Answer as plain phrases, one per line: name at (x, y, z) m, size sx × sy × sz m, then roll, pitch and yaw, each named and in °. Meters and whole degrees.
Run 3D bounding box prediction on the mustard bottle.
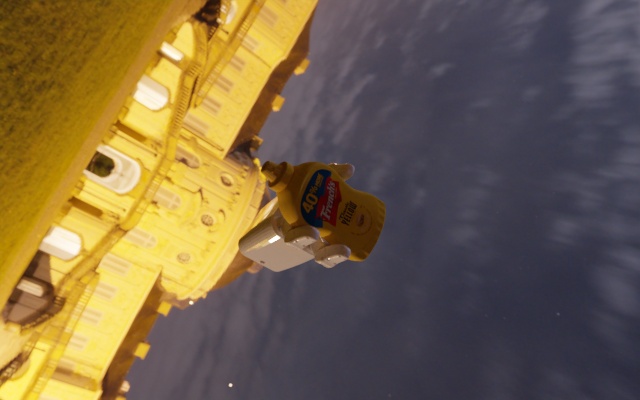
mustard bottle at (0.001, 0.002, 0.654) m, size 0.192 × 0.096 × 0.058 m, roll 32°, pitch -17°, yaw -26°
